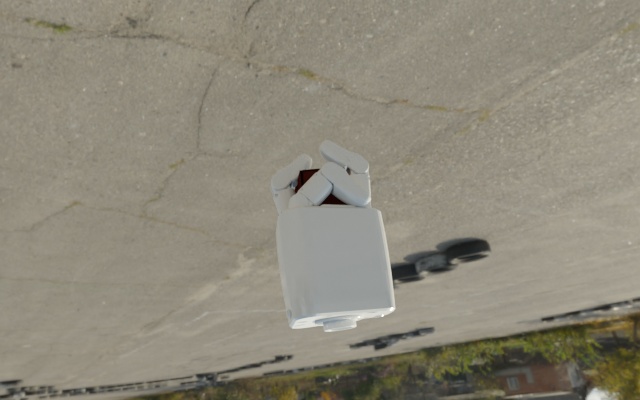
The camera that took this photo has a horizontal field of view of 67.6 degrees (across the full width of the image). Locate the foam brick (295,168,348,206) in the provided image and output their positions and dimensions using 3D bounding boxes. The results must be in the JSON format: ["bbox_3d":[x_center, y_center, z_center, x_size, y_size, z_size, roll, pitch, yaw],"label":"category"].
[{"bbox_3d":[0.000,0.002,0.547,0.053,0.051,0.078,-5,-20,-9],"label":"foam brick"}]
